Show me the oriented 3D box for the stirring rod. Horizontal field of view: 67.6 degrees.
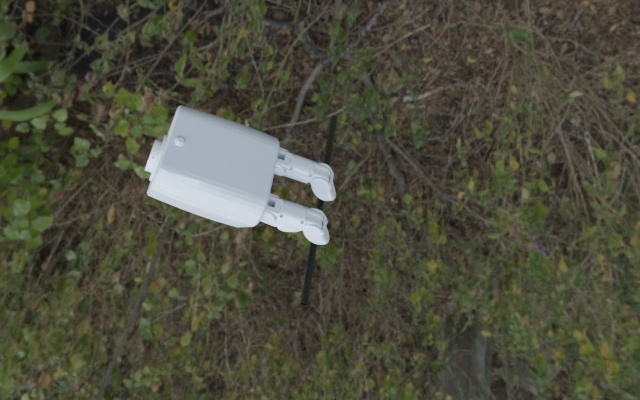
[{"bbox_3d":[0.000,0.002,0.552,0.011,0.239,0.011,7,-26,4],"label":"stirring rod"}]
